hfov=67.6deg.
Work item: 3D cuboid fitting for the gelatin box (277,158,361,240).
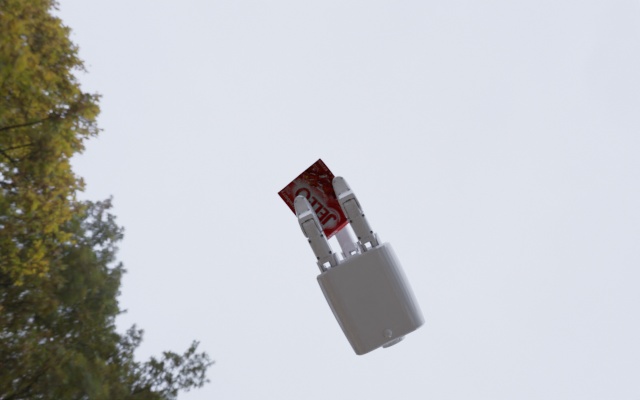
[{"bbox_3d":[0.000,0.002,0.617,0.073,0.089,0.030,-39,-13,1],"label":"gelatin box"}]
